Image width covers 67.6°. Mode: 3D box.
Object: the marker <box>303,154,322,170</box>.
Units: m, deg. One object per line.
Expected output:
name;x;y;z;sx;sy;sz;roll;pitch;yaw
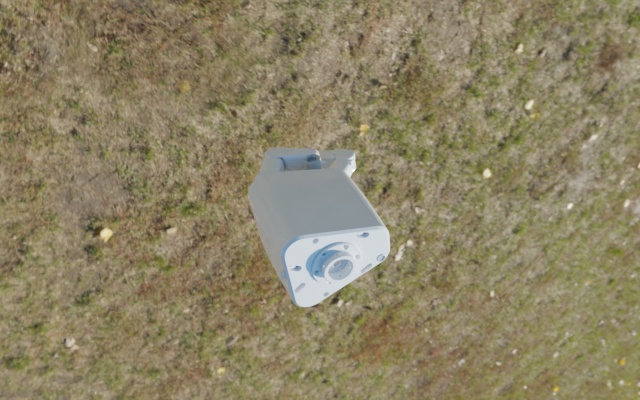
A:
marker;0.000;0.002;0.547;0.020;0.121;0.020;-7;38;5
